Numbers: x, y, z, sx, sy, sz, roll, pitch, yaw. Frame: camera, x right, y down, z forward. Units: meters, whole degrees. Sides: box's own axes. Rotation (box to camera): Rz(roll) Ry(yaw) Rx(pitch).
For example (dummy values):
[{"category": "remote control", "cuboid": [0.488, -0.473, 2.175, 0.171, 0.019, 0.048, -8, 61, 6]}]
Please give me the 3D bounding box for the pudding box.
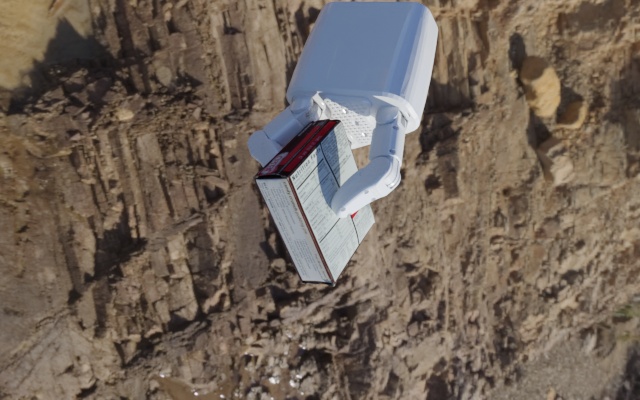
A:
[{"category": "pudding box", "cuboid": [0.000, 0.001, 0.403, 0.039, 0.113, 0.090, 0, 35, 36]}]
